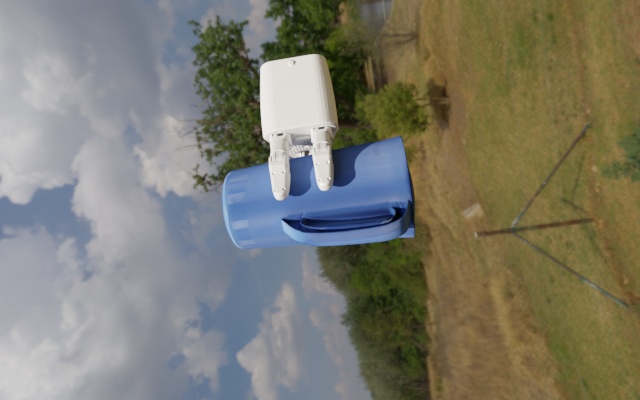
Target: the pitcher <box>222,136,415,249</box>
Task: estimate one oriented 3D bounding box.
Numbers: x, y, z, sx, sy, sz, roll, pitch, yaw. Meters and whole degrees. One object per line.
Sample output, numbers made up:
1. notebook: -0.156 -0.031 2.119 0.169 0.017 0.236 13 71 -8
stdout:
1. pitcher: 0.000 0.002 0.624 0.243 0.145 0.149 -8 -15 6
